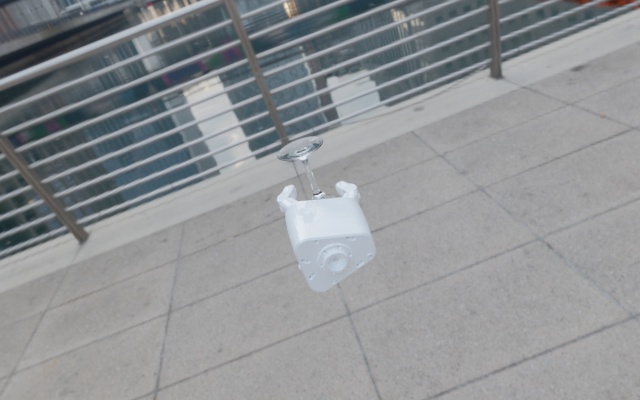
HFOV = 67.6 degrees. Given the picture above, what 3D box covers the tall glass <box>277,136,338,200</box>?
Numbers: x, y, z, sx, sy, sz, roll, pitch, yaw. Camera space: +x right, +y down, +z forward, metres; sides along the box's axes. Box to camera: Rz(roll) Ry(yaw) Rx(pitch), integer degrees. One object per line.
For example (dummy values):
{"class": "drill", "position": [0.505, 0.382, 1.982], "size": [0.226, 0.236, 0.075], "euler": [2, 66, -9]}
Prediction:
{"class": "tall glass", "position": [0.000, 0.002, 0.771], "size": [0.079, 0.201, 0.079], "euler": [-16, 28, 9]}
